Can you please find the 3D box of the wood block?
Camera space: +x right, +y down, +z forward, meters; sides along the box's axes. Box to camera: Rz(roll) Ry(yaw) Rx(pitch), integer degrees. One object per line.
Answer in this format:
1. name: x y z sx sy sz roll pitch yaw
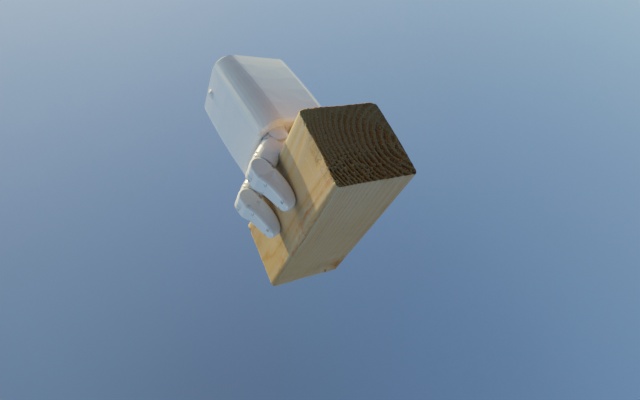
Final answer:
1. wood block: 0.000 0.001 0.511 0.091 0.090 0.206 -12 -27 -29
